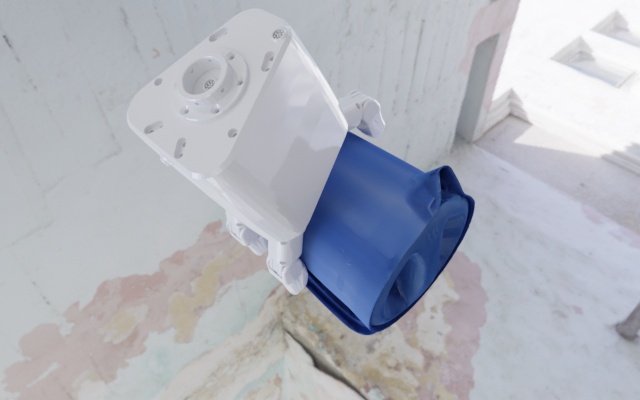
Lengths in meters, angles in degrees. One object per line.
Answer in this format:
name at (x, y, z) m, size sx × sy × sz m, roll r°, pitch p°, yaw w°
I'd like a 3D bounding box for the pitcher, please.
pitcher at (0.000, 0.001, 0.440) m, size 0.242 × 0.149 × 0.145 m, roll 37°, pitch -5°, yaw 28°
